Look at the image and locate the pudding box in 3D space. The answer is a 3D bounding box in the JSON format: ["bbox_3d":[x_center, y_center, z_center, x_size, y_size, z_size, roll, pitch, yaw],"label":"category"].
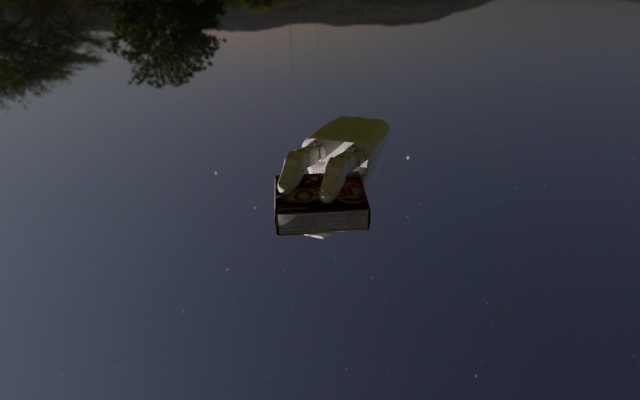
[{"bbox_3d":[0.000,0.002,0.588,0.113,0.039,0.090,-5,31,-2],"label":"pudding box"}]
